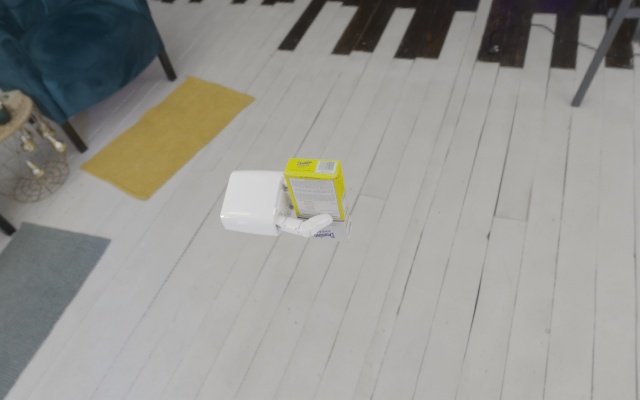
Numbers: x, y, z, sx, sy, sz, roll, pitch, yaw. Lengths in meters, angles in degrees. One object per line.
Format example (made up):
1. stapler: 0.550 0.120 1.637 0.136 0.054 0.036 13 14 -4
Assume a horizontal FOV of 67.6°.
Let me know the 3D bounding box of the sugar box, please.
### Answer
1. sugar box: 0.000 0.002 0.855 0.093 0.048 0.176 5 -38 16
